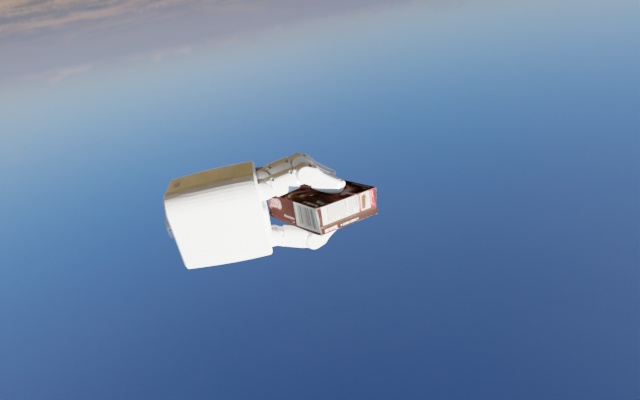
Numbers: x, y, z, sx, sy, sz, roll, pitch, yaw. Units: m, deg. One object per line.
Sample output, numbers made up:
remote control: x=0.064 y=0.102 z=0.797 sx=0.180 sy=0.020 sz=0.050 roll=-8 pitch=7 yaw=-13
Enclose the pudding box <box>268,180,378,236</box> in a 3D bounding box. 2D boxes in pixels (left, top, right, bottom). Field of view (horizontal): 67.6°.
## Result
pudding box: x=0.000 y=0.002 z=0.588 sx=0.090 sy=0.039 sz=0.113 roll=-21 pitch=24 yaw=-32
